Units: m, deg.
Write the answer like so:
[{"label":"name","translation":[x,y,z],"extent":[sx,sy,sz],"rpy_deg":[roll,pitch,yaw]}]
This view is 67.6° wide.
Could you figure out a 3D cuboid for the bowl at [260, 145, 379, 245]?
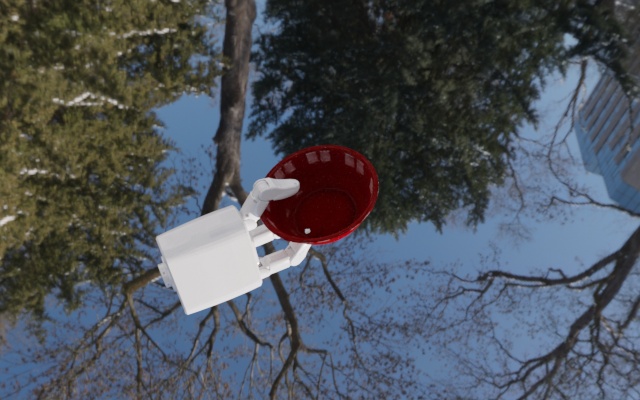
[{"label":"bowl","translation":[0.001,0.002,0.638],"extent":[0.162,0.162,0.055],"rpy_deg":[0,-37,16]}]
